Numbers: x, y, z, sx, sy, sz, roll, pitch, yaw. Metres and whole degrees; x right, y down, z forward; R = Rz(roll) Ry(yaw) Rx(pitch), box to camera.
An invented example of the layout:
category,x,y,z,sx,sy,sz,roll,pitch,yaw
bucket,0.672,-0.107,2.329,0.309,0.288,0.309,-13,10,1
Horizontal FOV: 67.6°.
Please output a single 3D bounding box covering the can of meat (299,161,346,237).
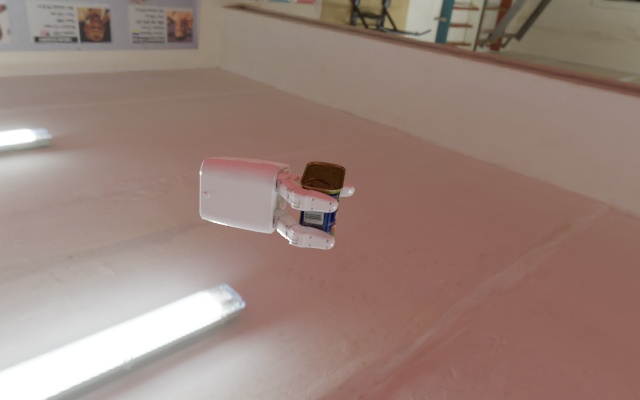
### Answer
category,x,y,z,sx,sy,sz,roll,pitch,yaw
can of meat,0.000,0.002,0.674,0.057,0.084,0.102,9,24,2
